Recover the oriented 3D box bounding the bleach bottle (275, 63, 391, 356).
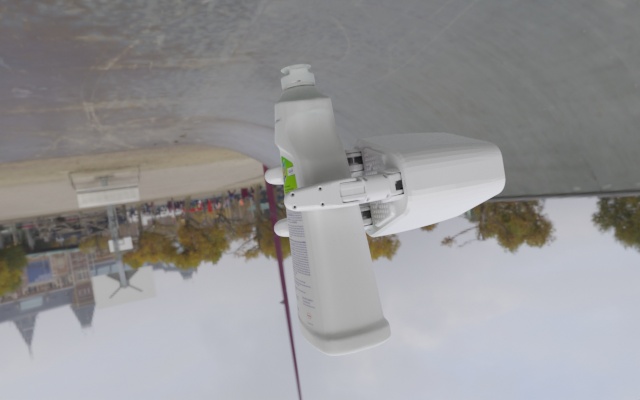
[{"bbox_3d":[0.000,0.001,0.435,0.068,0.251,0.102,-10,2,-20],"label":"bleach bottle"}]
